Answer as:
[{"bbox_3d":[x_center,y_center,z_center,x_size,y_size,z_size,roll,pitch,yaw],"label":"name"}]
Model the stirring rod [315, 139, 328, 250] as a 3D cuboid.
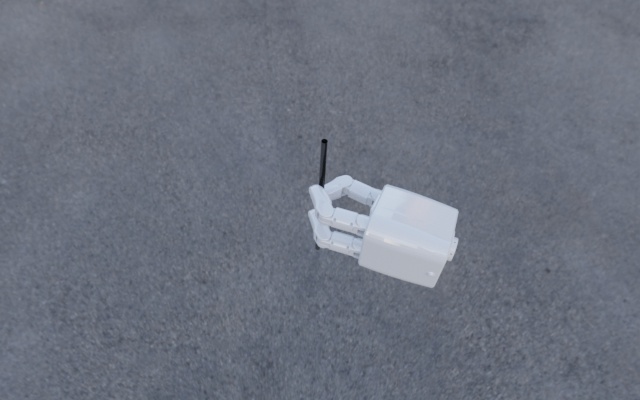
[{"bbox_3d":[0.000,0.002,0.671,0.011,0.011,0.240,0,-38,-3],"label":"stirring rod"}]
